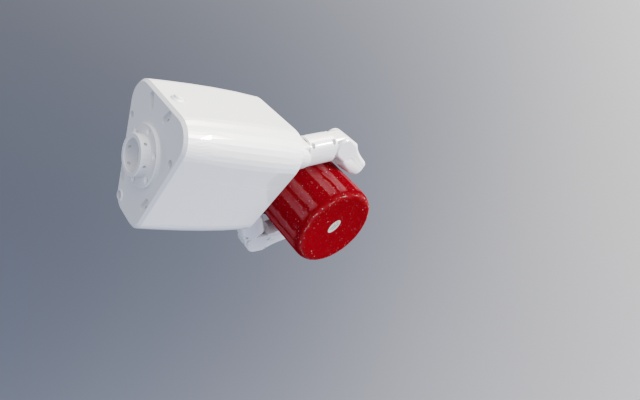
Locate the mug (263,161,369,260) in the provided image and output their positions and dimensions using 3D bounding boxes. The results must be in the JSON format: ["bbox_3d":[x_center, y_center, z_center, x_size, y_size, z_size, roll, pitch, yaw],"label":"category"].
[{"bbox_3d":[0.001,0.002,0.463,0.117,0.093,0.081,-1,38,-44],"label":"mug"}]
